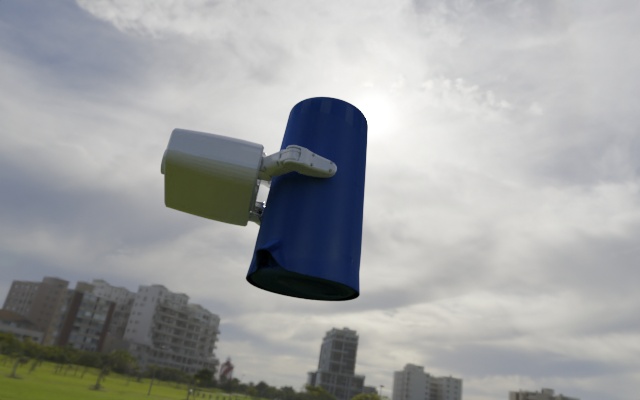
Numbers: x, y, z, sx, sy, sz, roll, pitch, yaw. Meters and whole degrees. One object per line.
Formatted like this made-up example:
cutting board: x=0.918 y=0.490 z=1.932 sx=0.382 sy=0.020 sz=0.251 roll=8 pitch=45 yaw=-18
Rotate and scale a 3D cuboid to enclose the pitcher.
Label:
pitcher: x=0.000 y=0.002 z=0.604 sx=0.145 sy=0.242 sz=0.149 roll=12 pitch=-23 yaw=-8
